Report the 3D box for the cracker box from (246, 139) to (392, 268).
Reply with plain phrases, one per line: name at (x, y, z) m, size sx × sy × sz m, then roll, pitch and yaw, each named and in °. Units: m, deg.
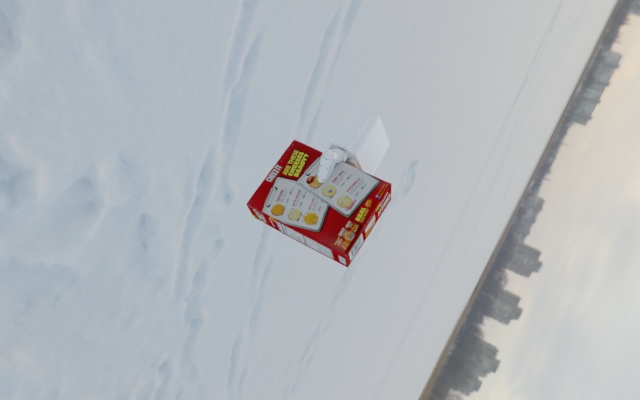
cracker box at (0.000, 0.003, 0.885) m, size 0.213 × 0.164 × 0.072 m, roll 26°, pitch -23°, yaw 20°
